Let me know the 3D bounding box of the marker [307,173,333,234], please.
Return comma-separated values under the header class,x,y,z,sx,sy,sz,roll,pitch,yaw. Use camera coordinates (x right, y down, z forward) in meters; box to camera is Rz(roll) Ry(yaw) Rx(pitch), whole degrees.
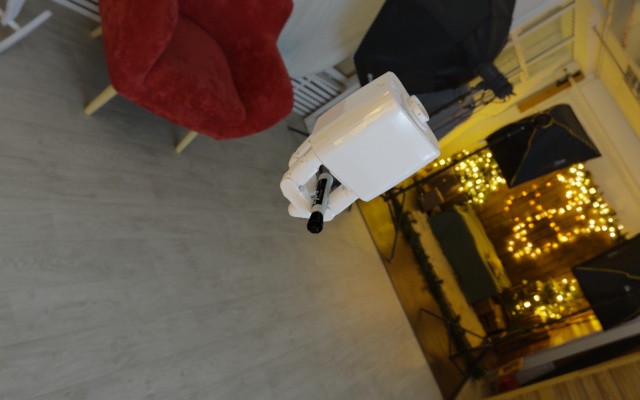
class,x,y,z,sx,sy,sz,roll,pitch,yaw
marker,0.000,0.002,0.589,0.020,0.020,0.121,0,31,8
